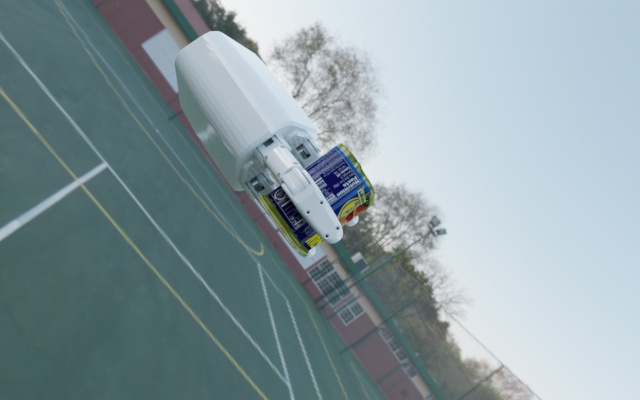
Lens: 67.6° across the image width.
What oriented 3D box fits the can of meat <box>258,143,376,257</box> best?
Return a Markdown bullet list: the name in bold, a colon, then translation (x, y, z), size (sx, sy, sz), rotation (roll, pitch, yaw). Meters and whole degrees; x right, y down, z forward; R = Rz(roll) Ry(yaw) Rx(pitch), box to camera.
- **can of meat**: translation (0.000, 0.001, 0.427), size (0.084, 0.057, 0.102), rotation (-36, -11, -3)
